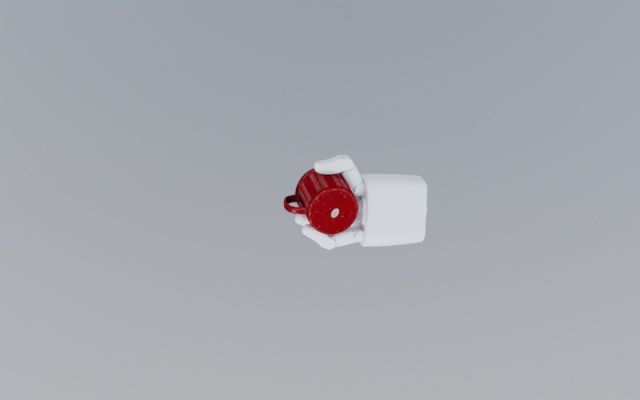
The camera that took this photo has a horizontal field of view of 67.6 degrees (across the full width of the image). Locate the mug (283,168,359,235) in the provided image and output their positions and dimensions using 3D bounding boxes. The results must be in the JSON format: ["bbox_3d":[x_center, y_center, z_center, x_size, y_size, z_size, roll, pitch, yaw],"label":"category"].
[{"bbox_3d":[-0.001,0.003,0.754,0.117,0.093,0.081,-3,24,-12],"label":"mug"}]
